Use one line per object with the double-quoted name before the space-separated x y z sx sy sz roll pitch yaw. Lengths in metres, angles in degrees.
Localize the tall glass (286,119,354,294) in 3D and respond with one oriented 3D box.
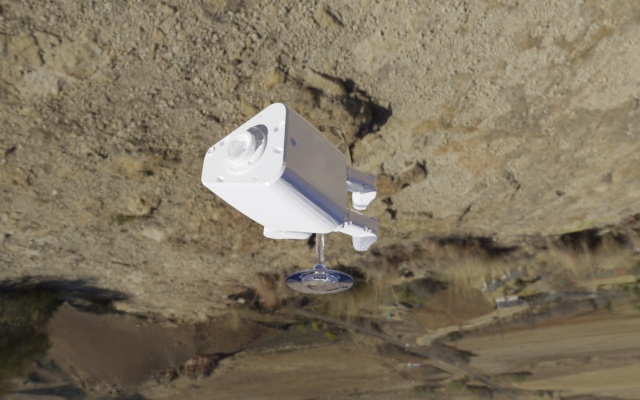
"tall glass" 0.000 0.003 0.565 0.079 0.201 0.079 1 -29 0
